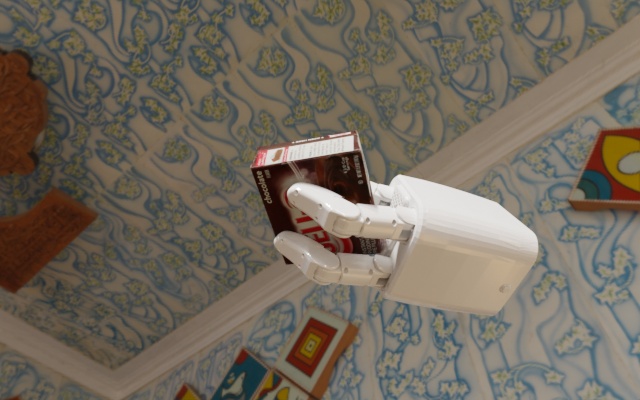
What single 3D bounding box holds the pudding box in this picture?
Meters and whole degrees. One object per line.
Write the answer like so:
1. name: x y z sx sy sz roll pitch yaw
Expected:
1. pudding box: 0.000 0.001 0.413 0.090 0.114 0.039 -9 34 9
